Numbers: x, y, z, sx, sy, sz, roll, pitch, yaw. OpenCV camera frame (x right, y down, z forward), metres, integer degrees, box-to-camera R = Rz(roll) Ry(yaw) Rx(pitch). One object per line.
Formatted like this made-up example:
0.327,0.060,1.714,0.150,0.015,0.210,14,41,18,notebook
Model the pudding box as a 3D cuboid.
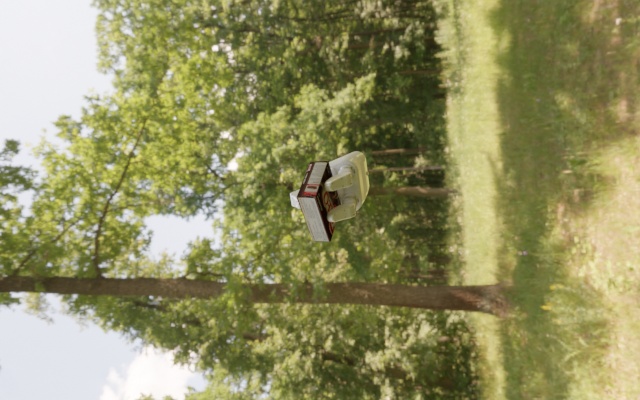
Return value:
0.000,0.003,0.820,0.039,0.090,0.114,-2,-45,20,pudding box
